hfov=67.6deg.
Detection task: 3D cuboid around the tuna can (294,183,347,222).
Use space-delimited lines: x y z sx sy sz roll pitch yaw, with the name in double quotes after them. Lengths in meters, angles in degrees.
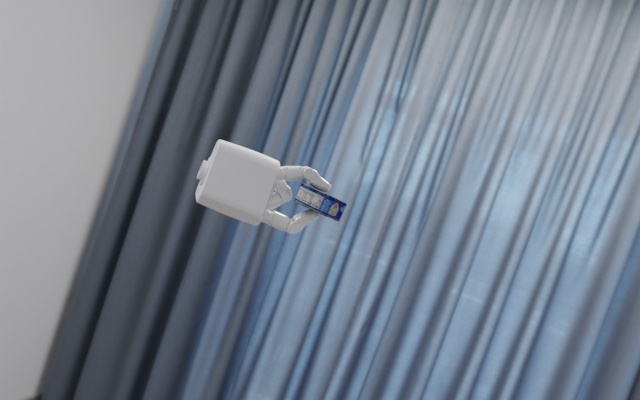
0.000 0.002 0.799 0.086 0.034 0.086 25 1 -1 "tuna can"
